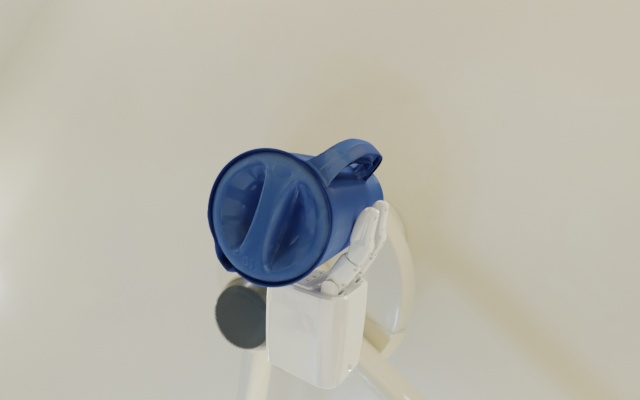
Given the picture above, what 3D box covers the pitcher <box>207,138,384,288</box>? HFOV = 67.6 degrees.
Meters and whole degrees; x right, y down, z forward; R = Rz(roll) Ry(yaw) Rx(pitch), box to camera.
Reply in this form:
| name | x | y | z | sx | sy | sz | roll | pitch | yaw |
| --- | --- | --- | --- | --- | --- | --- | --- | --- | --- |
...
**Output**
| name | x | y | z | sx | sy | sz | roll | pitch | yaw |
| --- | --- | --- | --- | --- | --- | --- | --- | --- | --- |
| pitcher | 0.000 | 0.002 | 0.550 | 0.149 | 0.145 | 0.243 | 5 | 7 | 22 |
